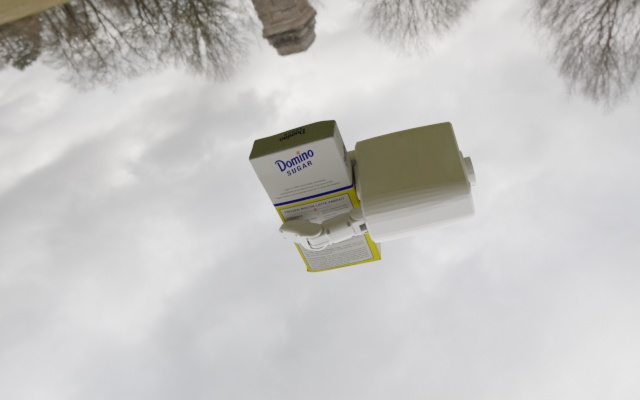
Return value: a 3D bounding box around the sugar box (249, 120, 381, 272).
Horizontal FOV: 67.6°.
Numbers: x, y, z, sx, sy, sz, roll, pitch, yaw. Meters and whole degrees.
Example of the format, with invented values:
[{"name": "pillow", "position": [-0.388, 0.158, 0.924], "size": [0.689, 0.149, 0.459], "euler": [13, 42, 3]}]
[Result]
[{"name": "sugar box", "position": [0.000, 0.001, 0.529], "size": [0.093, 0.176, 0.048], "euler": [-13, 35, 14]}]
